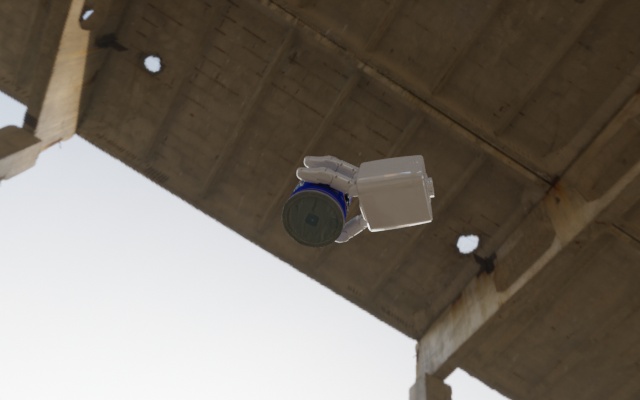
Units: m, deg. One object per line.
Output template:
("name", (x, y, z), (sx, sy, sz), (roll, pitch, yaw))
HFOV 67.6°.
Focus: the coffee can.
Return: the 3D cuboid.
("coffee can", (0.000, 0.003, 0.829), (0.103, 0.103, 0.140), (0, 25, 12))
